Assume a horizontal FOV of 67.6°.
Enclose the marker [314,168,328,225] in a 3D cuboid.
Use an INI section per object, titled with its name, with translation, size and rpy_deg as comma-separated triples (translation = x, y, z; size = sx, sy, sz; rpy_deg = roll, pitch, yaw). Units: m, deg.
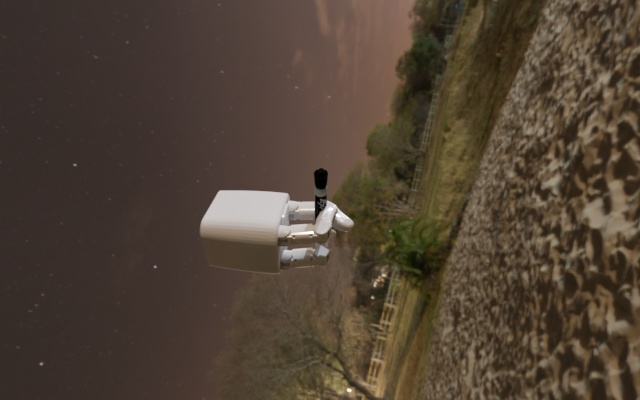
[marker]
translation = 0.000, 0.002, 0.666
size = 0.020, 0.020, 0.121
rpy_deg = 0, -43, -1
